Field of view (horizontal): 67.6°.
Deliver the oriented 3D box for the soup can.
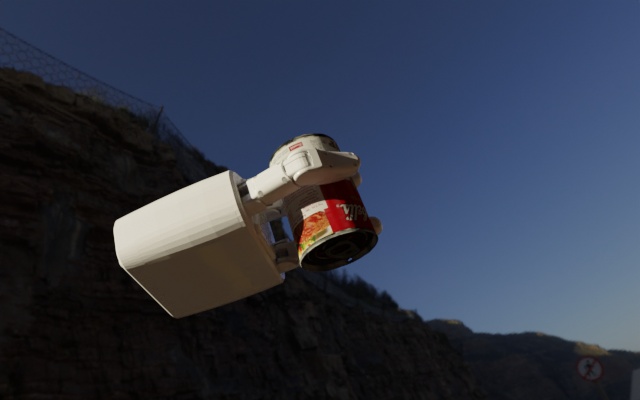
[{"bbox_3d":[0.000,0.001,0.415,0.068,0.102,0.068,-16,-29,-9],"label":"soup can"}]
